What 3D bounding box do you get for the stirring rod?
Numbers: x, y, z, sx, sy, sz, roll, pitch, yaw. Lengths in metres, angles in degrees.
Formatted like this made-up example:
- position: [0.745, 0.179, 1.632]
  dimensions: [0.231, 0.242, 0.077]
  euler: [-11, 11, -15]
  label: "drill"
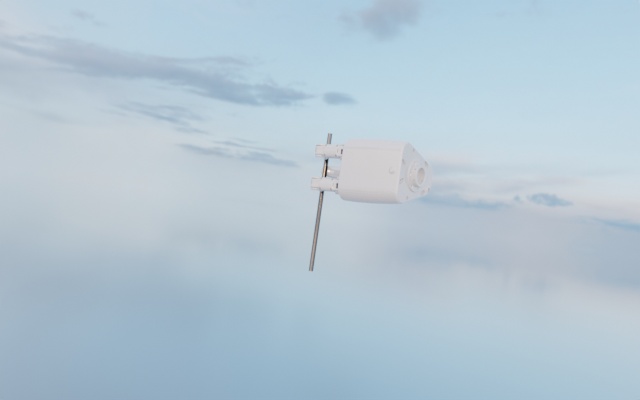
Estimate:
- position: [0.000, 0.003, 0.828]
  dimensions: [0.011, 0.239, 0.011]
  euler: [8, -1, 0]
  label: "stirring rod"
